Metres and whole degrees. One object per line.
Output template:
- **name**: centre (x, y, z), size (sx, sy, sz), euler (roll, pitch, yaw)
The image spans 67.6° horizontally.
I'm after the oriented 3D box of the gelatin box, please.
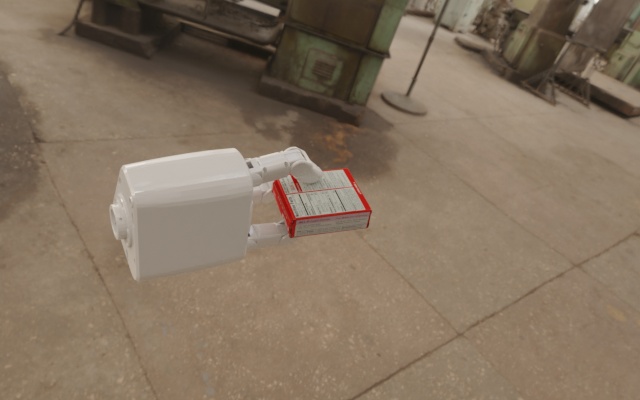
- **gelatin box**: centre (0.000, 0.001, 0.511), size (0.089, 0.030, 0.073), euler (-7, 43, -19)
